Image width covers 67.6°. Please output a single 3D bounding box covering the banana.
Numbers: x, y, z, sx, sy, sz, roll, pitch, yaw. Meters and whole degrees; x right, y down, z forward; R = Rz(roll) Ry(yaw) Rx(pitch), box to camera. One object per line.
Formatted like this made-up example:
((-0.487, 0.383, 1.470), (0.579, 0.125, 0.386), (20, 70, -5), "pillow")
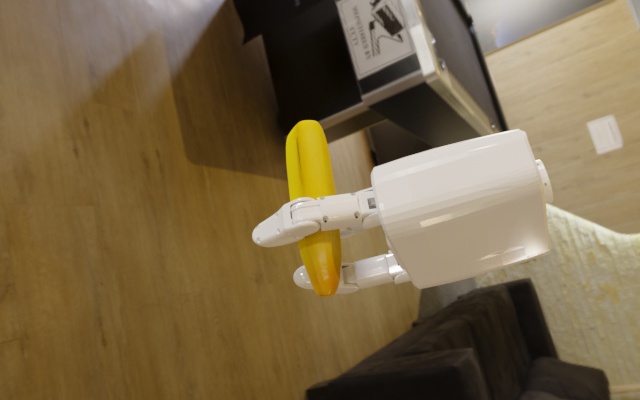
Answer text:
((-0.005, -0.014, 0.407), (0.037, 0.070, 0.197), (-15, 41, 7), "banana")
